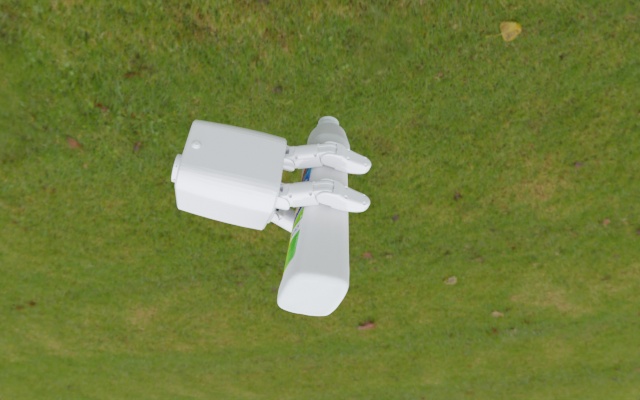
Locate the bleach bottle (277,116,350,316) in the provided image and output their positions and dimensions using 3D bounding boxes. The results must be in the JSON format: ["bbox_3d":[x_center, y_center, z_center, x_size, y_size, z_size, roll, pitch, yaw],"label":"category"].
[{"bbox_3d":[0.000,0.002,0.577,0.068,0.250,0.103,12,-37,-10],"label":"bleach bottle"}]
